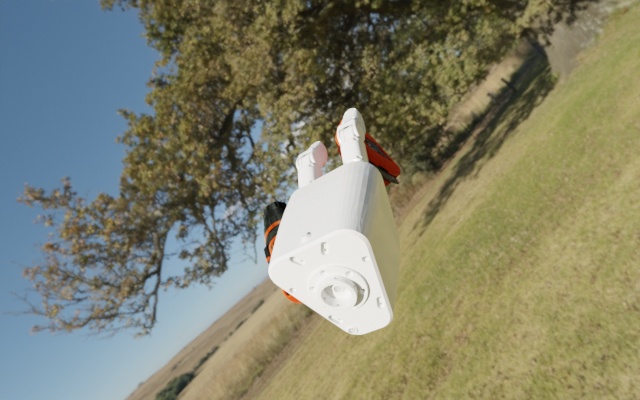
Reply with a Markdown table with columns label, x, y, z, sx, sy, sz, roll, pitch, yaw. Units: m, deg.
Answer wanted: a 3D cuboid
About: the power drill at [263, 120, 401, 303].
| label | x | y | z | sx | sy | sz | roll | pitch | yaw |
| --- | --- | --- | --- | --- | --- | --- | --- | --- | --- |
| power drill | 0.000 | 0.002 | 0.561 | 0.057 | 0.188 | 0.184 | 26 | 18 | -29 |
